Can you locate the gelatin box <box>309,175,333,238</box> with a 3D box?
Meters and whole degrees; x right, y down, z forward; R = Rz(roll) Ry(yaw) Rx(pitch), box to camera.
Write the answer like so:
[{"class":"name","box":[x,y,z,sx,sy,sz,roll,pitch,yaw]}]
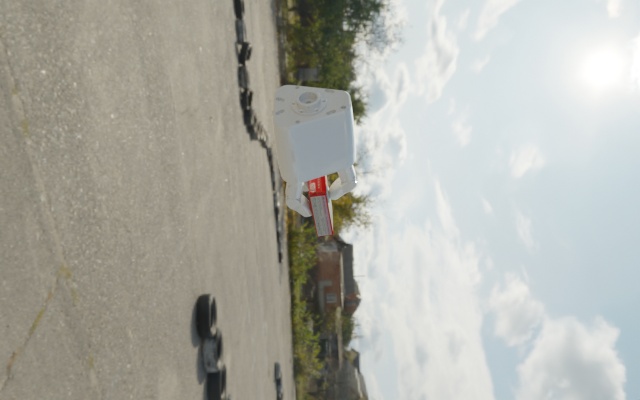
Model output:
[{"class":"gelatin box","box":[0.001,0.003,0.773,0.030,0.089,0.073,-8,37,5]}]
